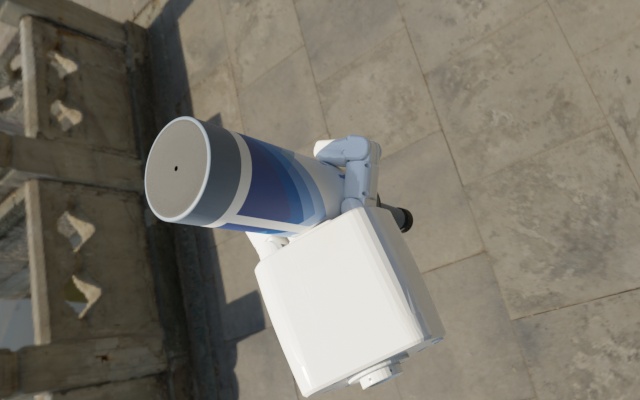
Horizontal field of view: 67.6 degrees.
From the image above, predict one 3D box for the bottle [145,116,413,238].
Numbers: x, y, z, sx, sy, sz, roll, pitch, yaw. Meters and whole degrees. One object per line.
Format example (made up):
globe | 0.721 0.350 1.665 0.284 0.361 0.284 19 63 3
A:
bottle | 0.000 0.001 0.408 0.069 0.069 0.296 0 -8 38
